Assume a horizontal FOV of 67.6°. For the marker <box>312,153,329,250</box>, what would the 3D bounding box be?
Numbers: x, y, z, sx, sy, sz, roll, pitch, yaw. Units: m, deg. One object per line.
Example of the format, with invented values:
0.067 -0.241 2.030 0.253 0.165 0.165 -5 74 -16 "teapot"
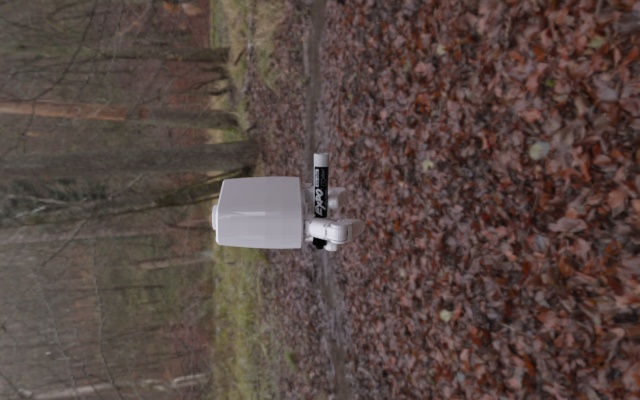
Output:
0.000 0.002 0.596 0.020 0.121 0.020 1 11 0 "marker"
